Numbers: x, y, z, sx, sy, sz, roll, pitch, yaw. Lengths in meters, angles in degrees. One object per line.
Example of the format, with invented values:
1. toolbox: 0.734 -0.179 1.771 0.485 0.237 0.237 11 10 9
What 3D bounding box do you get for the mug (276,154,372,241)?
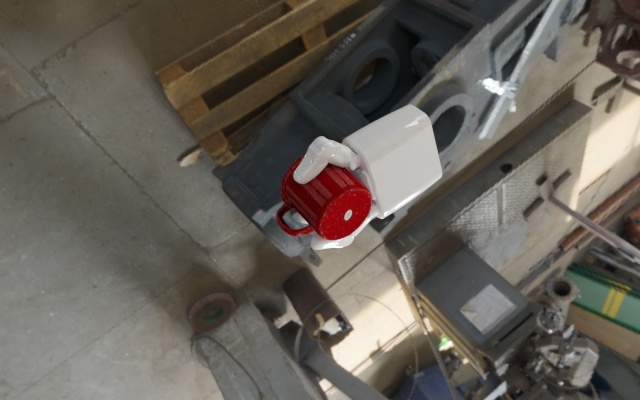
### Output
1. mug: -0.001 0.003 0.592 0.117 0.093 0.081 -33 50 -14
